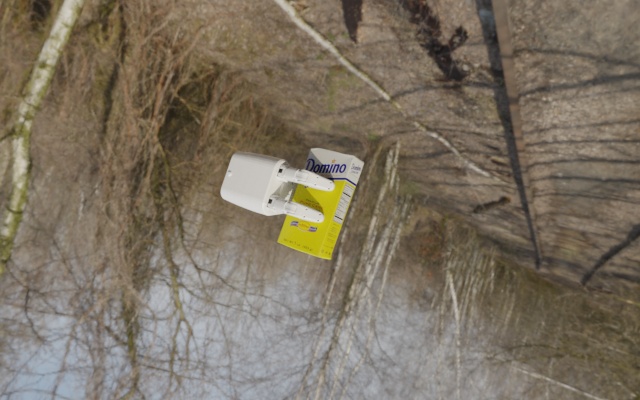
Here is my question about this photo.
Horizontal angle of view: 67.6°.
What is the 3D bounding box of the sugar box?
[{"bbox_3d":[0.000,0.003,0.806,0.093,0.176,0.048,15,-4,34],"label":"sugar box"}]
